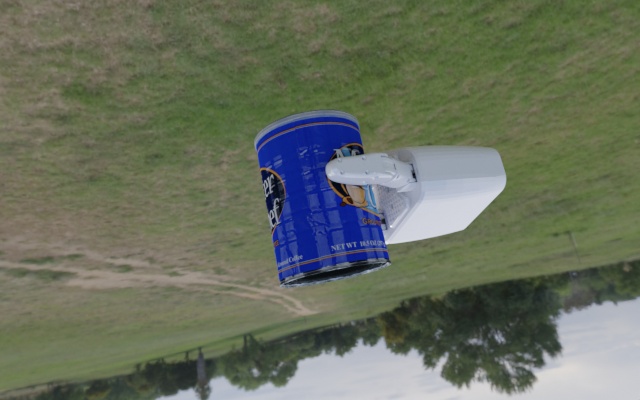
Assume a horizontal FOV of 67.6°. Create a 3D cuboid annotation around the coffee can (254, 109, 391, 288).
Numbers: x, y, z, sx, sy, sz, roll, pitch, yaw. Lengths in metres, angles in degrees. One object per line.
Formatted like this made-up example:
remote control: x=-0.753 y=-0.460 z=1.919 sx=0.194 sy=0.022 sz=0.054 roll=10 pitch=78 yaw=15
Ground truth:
coffee can: x=0.000 y=0.001 z=0.446 sx=0.103 sy=0.140 sz=0.103 roll=-11 pitch=-15 yaw=-3
